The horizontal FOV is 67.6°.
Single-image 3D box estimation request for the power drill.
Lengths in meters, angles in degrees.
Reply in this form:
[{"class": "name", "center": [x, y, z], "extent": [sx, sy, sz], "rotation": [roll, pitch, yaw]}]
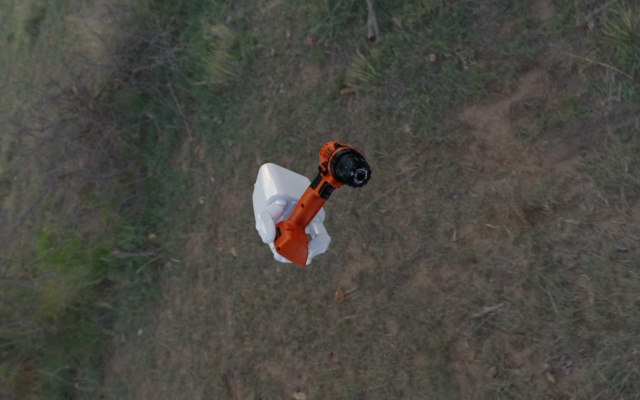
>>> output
[{"class": "power drill", "center": [0.000, 0.003, 0.714], "extent": [0.057, 0.187, 0.184], "rotation": [32, 7, -15]}]
